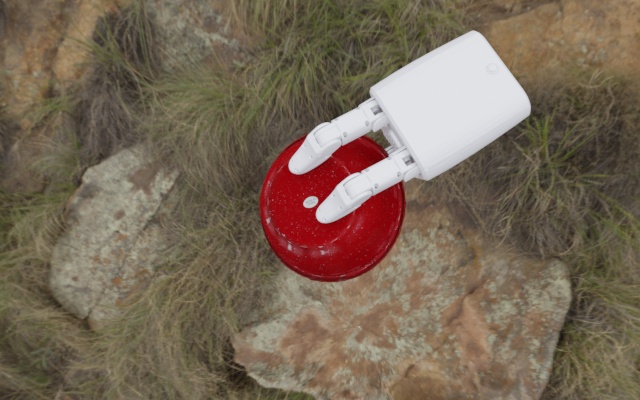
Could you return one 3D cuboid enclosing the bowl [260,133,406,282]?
[{"bbox_3d":[-0.001,0.002,0.476,0.162,0.162,0.055,0,-5,20],"label":"bowl"}]
